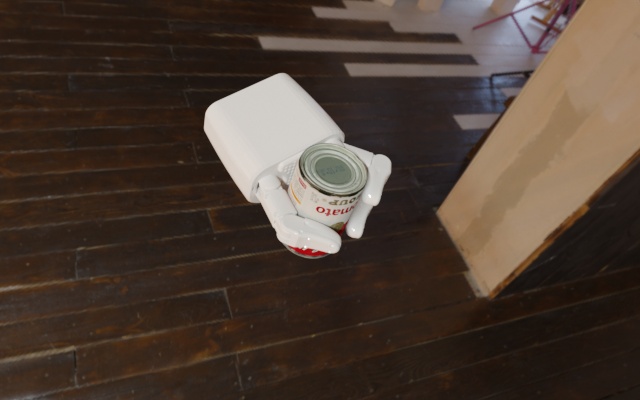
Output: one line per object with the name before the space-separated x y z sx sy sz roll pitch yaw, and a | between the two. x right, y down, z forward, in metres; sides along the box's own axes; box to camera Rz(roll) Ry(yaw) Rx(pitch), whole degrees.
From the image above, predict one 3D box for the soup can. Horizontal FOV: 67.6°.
soup can | 0.000 0.002 0.474 0.068 0.068 0.102 0 -39 -19
